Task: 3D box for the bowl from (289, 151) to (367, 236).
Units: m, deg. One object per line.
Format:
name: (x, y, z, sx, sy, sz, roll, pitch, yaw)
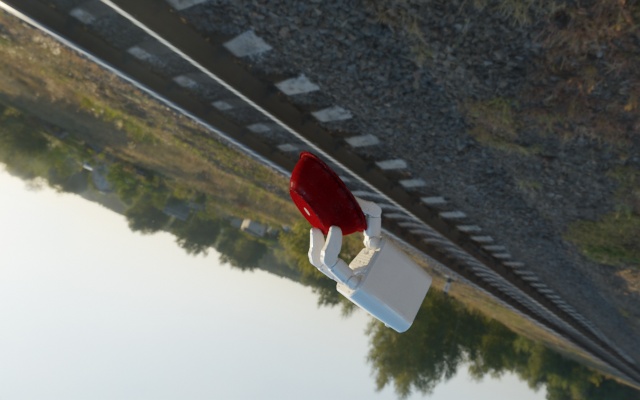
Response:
bowl: (-0.001, 0.002, 0.752, 0.055, 0.162, 0.162, -39, 10, -13)
